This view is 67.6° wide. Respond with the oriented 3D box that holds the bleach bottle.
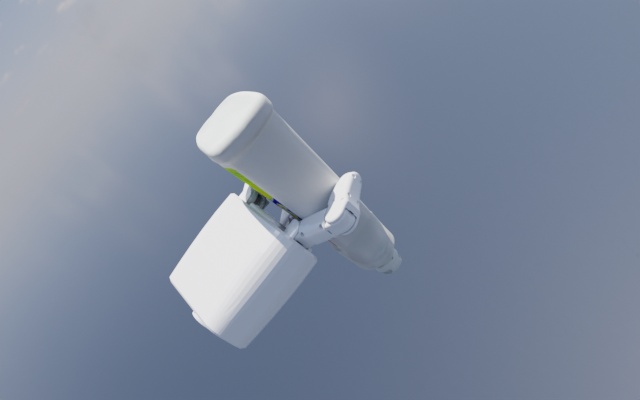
[{"bbox_3d":[0.000,0.001,0.468,0.251,0.068,0.102,41,-6,-29],"label":"bleach bottle"}]
